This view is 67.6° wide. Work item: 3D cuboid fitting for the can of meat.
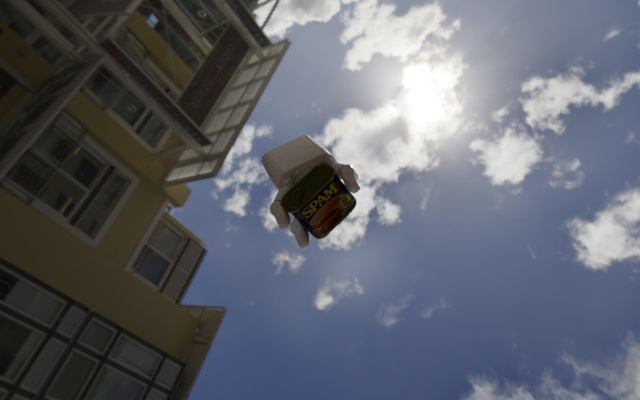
[{"bbox_3d":[0.000,0.003,0.789,0.084,0.102,0.057,49,-3,-38],"label":"can of meat"}]
